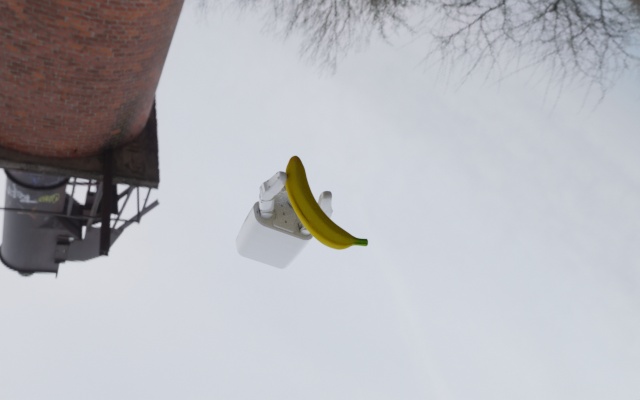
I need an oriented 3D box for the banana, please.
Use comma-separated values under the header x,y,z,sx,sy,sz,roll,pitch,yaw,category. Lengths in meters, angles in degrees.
x,y,z,sx,sy,sz,roll,pitch,yaw,category
-0.011,0.009,0.751,0.069,0.197,0.037,-17,-28,-44,banana
